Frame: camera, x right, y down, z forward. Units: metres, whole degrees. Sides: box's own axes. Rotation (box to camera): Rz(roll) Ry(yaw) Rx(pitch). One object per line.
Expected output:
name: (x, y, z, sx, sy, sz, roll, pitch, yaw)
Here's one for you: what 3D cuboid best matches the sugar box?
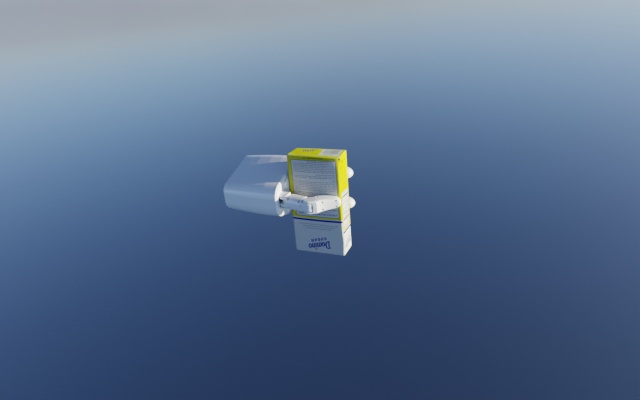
sugar box: (0.000, 0.002, 0.806, 0.093, 0.176, 0.048, 6, 27, 21)
